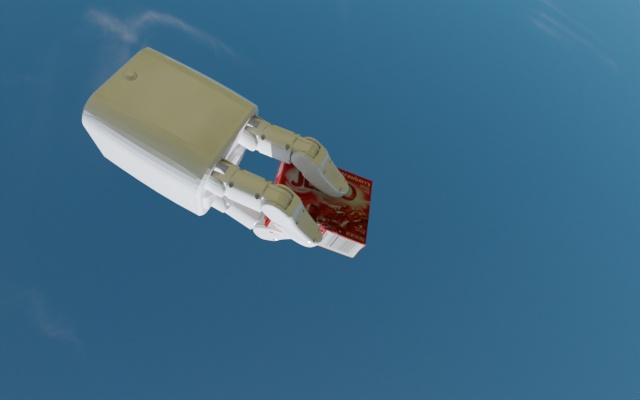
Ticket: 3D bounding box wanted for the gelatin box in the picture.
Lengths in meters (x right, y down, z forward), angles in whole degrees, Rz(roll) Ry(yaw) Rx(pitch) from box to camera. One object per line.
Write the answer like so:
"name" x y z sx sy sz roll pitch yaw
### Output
"gelatin box" 0.000 0.002 0.429 0.089 0.073 0.030 21 -39 -13
